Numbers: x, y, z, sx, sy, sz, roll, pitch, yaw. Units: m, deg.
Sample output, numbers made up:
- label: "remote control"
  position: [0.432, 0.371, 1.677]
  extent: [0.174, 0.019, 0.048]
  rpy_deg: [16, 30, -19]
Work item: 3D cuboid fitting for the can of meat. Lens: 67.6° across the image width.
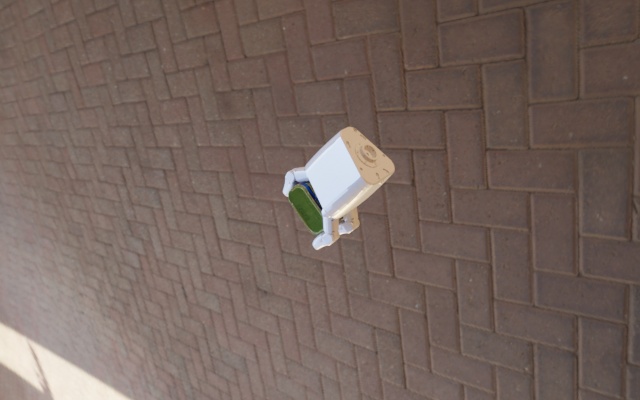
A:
- label: "can of meat"
  position: [0.000, 0.003, 0.874]
  extent: [0.084, 0.102, 0.057]
  rpy_deg: [-32, -5, -47]
